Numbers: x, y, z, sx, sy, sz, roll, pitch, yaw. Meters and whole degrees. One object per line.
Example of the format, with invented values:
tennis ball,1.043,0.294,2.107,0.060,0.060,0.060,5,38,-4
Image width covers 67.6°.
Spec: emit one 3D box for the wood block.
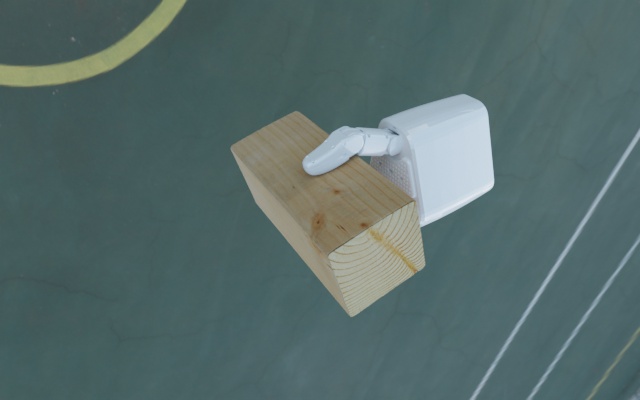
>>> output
wood block,0.000,0.001,0.480,0.090,0.091,0.206,-31,43,-14
